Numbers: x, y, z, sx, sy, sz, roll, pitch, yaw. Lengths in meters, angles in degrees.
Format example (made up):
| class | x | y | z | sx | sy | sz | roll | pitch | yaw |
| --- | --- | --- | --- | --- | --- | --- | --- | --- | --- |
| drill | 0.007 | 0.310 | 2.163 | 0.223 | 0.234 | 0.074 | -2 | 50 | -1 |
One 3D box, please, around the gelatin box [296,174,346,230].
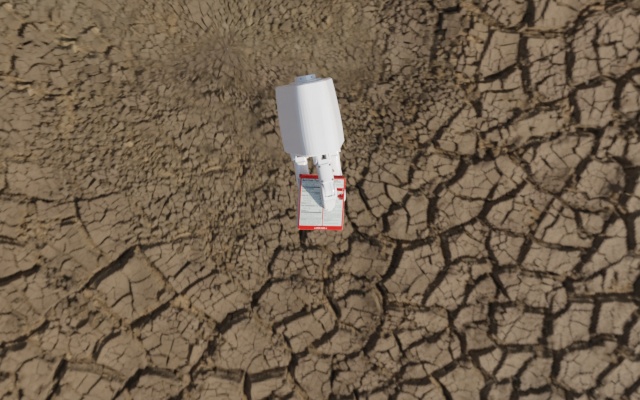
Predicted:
| class | x | y | z | sx | sy | sz | roll | pitch | yaw |
| --- | --- | --- | --- | --- | --- | --- | --- | --- | --- |
| gelatin box | 0.000 | 0.003 | 0.770 | 0.073 | 0.089 | 0.030 | 1 | 10 | -10 |
